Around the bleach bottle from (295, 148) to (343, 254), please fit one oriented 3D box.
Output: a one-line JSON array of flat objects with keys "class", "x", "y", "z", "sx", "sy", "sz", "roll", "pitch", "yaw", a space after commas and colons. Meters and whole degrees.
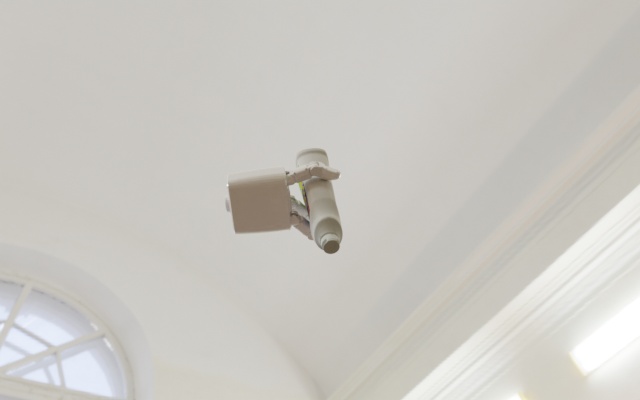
[{"class": "bleach bottle", "x": 0.000, "y": 0.003, "z": 0.881, "sx": 0.068, "sy": 0.103, "sz": 0.250, "roll": -7, "pitch": 33, "yaw": -5}]
